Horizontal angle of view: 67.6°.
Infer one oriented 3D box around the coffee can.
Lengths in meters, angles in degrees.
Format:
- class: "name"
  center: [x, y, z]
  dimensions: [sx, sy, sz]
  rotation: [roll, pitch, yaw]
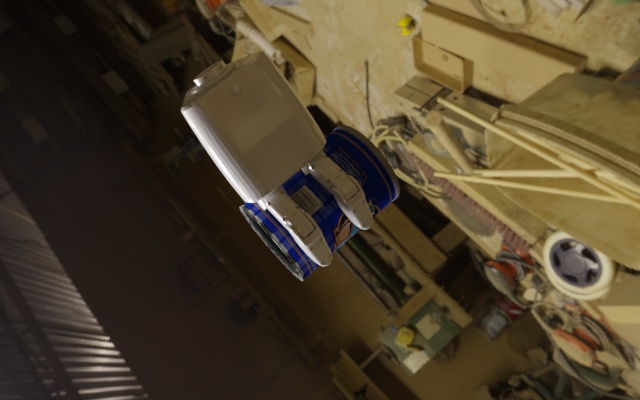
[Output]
- class: "coffee can"
  center: [0.000, 0.002, 0.514]
  dimensions: [0.140, 0.103, 0.103]
  rotation: [-41, 11, -13]
